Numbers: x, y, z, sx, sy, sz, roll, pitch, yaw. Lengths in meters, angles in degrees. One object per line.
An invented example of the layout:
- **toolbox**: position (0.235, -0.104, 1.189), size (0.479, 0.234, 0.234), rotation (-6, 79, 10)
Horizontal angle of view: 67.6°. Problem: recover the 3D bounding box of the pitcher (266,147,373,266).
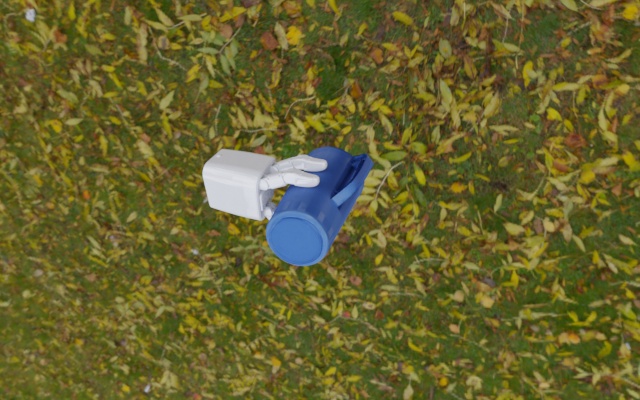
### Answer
- **pitcher**: position (0.000, 0.003, 0.859), size (0.145, 0.149, 0.242), rotation (15, 32, 9)
